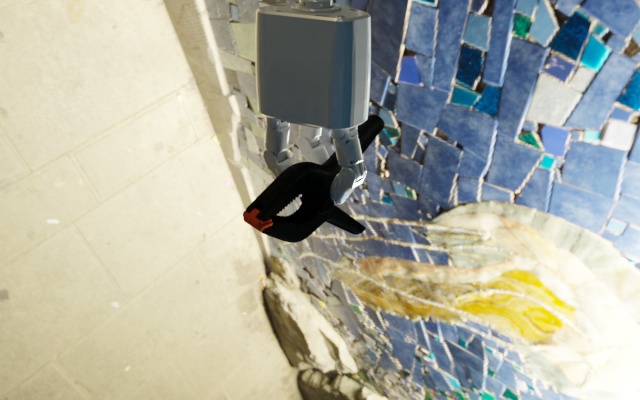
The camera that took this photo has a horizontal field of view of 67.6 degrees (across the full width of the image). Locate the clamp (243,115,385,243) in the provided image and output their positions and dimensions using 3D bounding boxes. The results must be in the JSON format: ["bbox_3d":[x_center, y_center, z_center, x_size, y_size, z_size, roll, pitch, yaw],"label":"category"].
[{"bbox_3d":[0.000,0.002,0.560,0.036,0.165,0.210,26,40,35],"label":"clamp"}]
